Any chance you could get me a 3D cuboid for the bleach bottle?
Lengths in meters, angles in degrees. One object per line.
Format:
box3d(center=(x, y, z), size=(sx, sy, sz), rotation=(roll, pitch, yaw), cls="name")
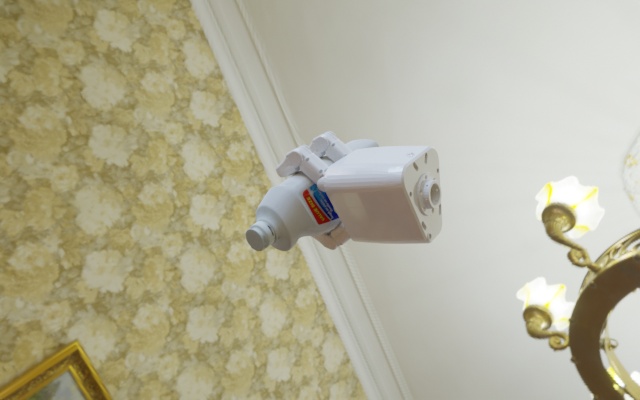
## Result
box3d(center=(0.000, 0.002, 0.631), size=(0.068, 0.102, 0.250), rotation=(1, 25, 39), cls="bleach bottle")
